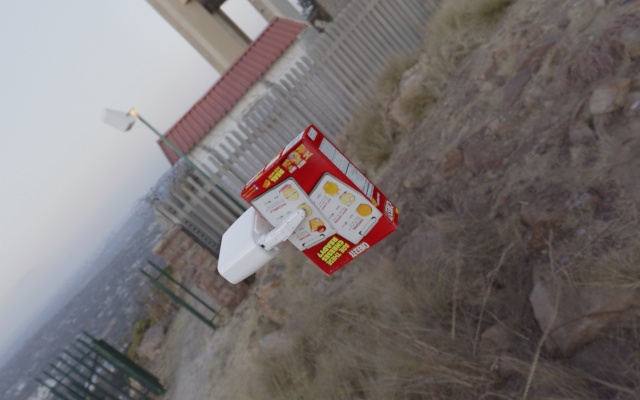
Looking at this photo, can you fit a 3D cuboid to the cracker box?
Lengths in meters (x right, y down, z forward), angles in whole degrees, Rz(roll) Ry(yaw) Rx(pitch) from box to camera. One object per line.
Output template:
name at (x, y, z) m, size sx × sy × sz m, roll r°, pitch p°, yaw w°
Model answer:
cracker box at (0.000, 0.003, 0.801) m, size 0.164 × 0.214 × 0.072 m, roll -39°, pitch 16°, yaw 29°
